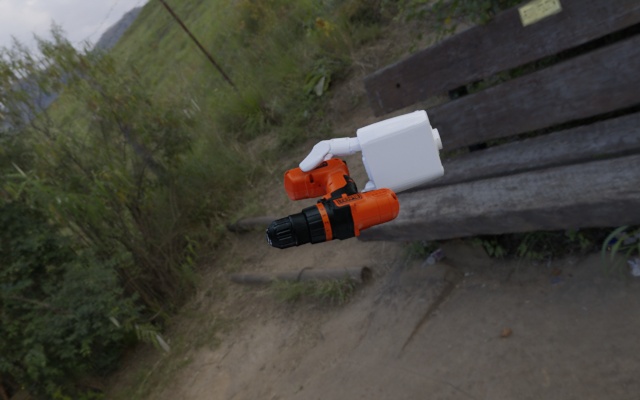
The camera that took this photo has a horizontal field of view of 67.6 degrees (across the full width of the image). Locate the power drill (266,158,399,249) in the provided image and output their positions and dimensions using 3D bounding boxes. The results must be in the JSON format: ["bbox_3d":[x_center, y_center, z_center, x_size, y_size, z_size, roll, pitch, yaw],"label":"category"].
[{"bbox_3d":[0.000,0.002,0.701,0.184,0.057,0.187,-13,26,-10],"label":"power drill"}]
